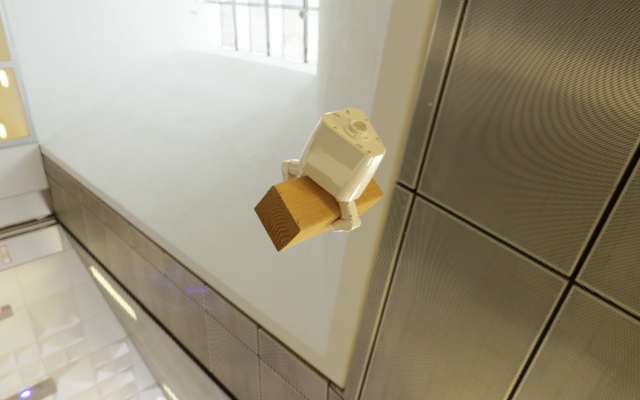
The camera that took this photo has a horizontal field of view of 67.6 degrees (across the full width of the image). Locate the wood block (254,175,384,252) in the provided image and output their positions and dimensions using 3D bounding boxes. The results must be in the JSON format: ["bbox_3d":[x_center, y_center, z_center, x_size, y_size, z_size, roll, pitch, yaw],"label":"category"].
[{"bbox_3d":[0.001,0.003,0.848,0.206,0.091,0.090,-21,-15,-39],"label":"wood block"}]
